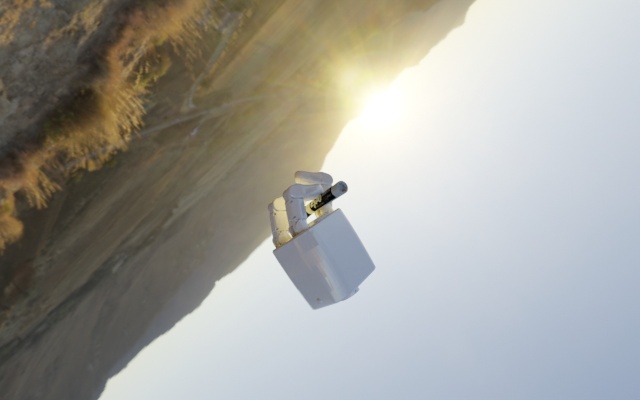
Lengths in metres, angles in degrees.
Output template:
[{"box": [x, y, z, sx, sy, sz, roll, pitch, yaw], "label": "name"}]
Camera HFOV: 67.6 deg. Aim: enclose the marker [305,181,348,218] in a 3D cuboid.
[{"box": [0.000, 0.002, 0.684, 0.020, 0.020, 0.121, 0, -20, -31], "label": "marker"}]
